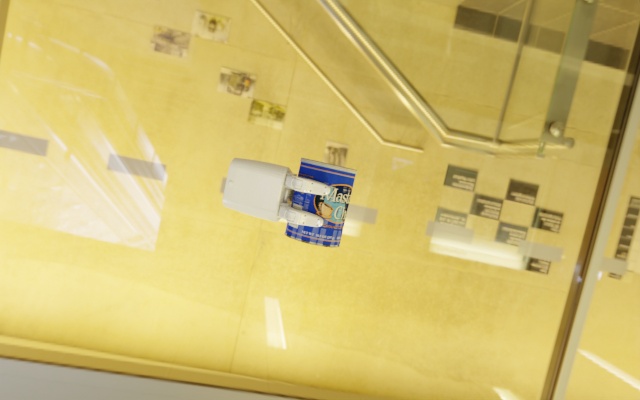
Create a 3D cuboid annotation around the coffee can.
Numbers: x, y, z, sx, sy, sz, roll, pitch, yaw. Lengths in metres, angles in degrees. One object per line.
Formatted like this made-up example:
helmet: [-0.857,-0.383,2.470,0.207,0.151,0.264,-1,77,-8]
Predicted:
coffee can: [0.000,0.003,0.852,0.103,0.140,0.103,13,4,-1]
